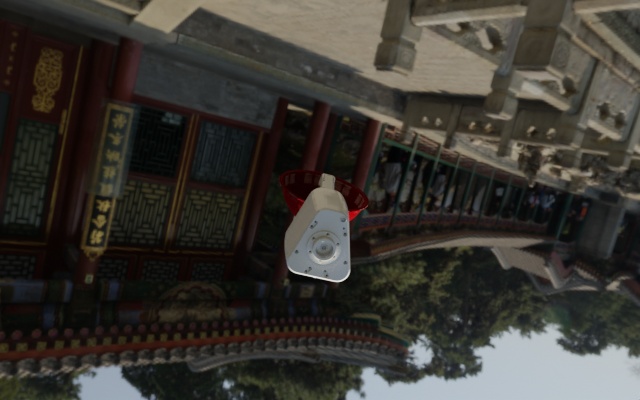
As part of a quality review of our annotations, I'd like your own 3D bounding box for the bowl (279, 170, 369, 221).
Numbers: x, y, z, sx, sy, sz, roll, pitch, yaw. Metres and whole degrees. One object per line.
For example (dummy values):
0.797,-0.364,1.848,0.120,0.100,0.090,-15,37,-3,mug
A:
0.000,0.003,0.839,0.162,0.055,0.162,14,23,-6,bowl
